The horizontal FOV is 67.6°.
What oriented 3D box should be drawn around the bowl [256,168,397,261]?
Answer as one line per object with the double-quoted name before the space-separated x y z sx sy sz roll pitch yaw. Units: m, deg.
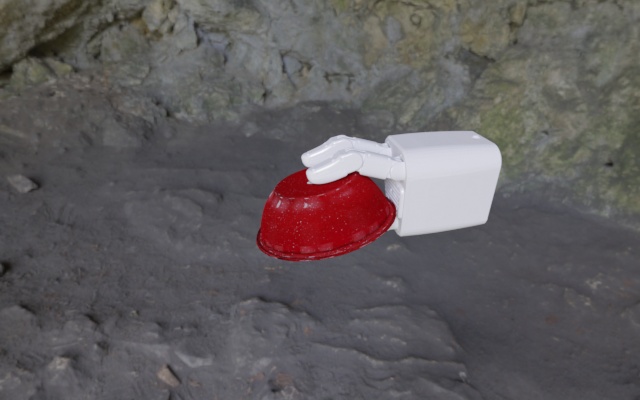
"bowl" -0.001 0.002 0.528 0.162 0.055 0.162 -12 23 5
